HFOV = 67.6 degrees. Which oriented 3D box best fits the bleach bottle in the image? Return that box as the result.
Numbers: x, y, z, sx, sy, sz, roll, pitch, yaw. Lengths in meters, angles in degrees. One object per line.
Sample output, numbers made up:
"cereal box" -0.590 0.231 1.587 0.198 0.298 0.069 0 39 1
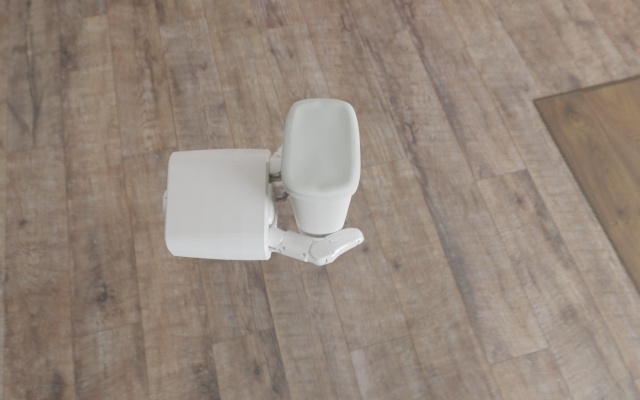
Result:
"bleach bottle" 0.000 0.002 0.520 0.068 0.102 0.251 2 -25 0
